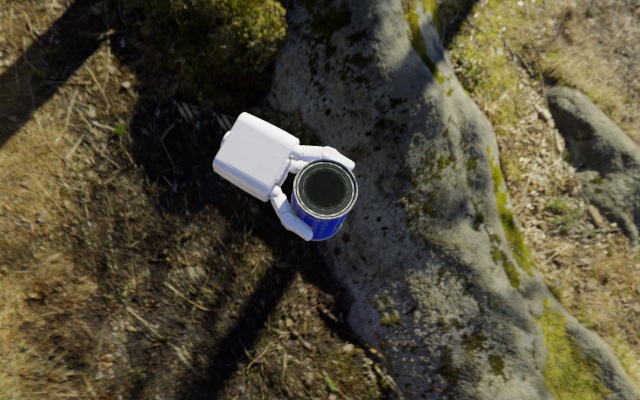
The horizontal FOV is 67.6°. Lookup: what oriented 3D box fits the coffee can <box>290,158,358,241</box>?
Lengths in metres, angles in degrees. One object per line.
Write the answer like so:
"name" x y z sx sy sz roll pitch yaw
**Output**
"coffee can" 0.000 0.003 0.814 0.103 0.102 0.140 0 -18 -7
